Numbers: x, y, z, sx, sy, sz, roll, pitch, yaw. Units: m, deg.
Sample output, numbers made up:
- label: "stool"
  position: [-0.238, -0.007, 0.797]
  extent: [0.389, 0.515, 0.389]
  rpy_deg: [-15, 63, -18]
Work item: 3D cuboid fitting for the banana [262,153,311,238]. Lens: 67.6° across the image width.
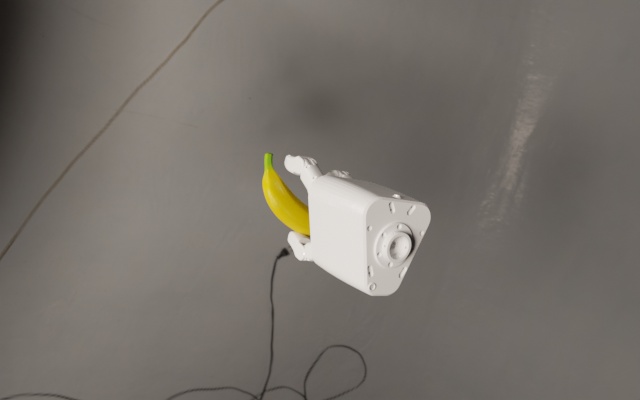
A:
- label: "banana"
  position: [-0.012, 0.016, 0.656]
  extent: [0.198, 0.069, 0.037]
  rpy_deg: [37, -11, -32]
